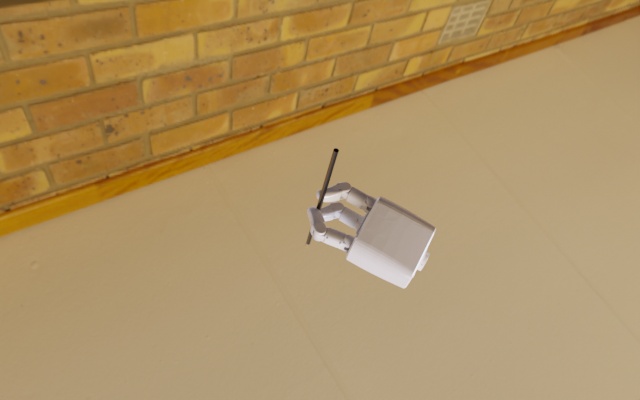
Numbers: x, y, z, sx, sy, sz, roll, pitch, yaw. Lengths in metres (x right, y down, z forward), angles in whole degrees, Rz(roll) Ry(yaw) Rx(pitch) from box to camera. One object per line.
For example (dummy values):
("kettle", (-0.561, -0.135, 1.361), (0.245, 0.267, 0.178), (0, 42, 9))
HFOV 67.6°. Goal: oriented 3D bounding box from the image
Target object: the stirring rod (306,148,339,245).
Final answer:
("stirring rod", (0.000, 0.003, 0.772), (0.011, 0.011, 0.240), (0, -38, -14))
